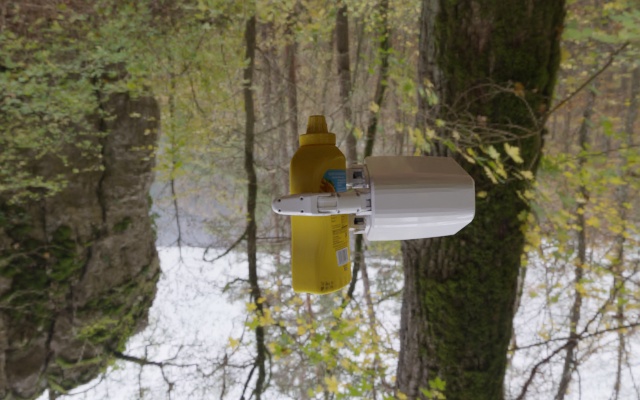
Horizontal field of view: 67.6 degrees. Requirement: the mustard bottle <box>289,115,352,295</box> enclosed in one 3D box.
[{"bbox_3d":[0.000,0.002,0.534,0.058,0.191,0.096,-1,3,26],"label":"mustard bottle"}]
